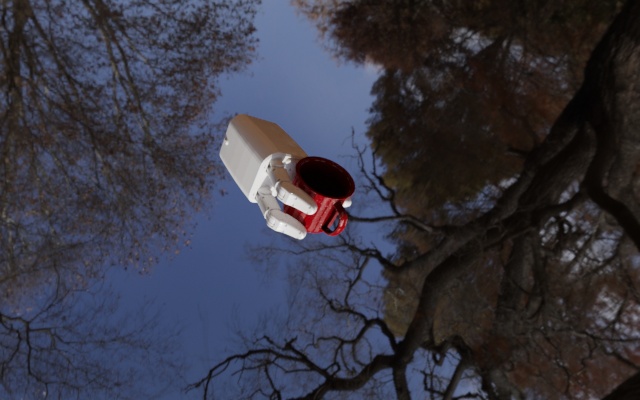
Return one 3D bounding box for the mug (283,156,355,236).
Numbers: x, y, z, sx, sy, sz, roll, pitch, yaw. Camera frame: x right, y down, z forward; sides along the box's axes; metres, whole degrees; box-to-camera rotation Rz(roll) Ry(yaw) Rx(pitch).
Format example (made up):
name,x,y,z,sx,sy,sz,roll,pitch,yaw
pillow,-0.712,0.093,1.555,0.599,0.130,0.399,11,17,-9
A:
name,x,y,z,sx,sy,sz,roll,pitch,yaw
mug,0.001,0.003,0.709,0.093,0.081,0.117,-12,51,-39
